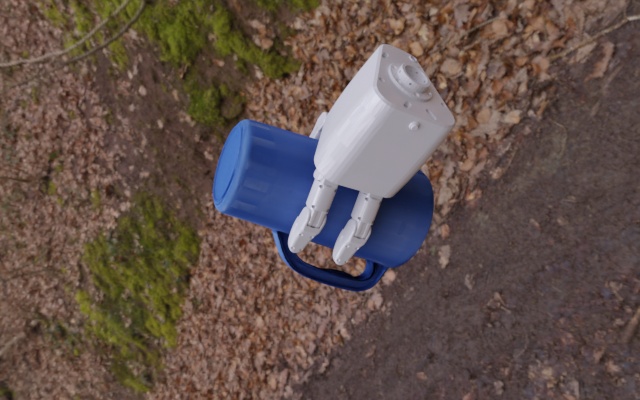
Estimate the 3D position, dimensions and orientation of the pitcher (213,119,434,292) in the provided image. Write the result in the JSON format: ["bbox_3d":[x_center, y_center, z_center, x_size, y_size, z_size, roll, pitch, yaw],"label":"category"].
[{"bbox_3d":[0.000,0.002,0.570,0.243,0.149,0.145,17,-44,-24],"label":"pitcher"}]
